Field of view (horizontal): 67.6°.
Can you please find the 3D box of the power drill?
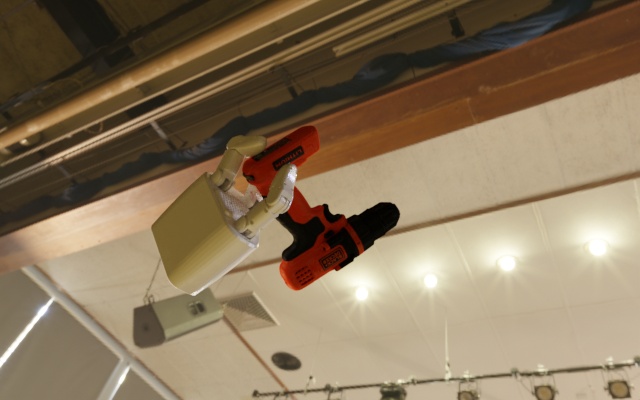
[{"bbox_3d":[0.000,0.002,0.619,0.184,0.188,0.057,-32,19,-13],"label":"power drill"}]
